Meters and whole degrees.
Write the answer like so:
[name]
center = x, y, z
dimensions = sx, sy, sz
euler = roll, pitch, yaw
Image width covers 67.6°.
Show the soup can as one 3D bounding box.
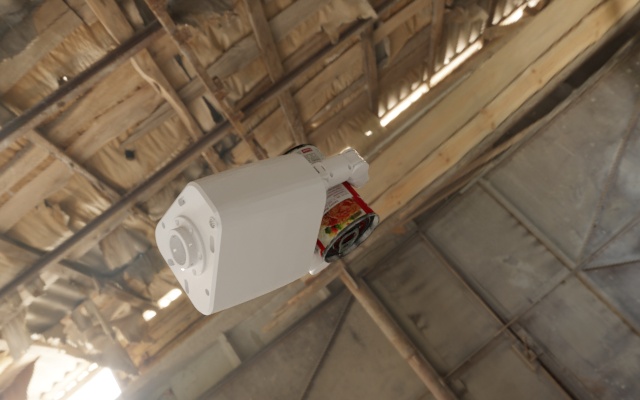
[soup can]
center = 0.000, 0.001, 0.474
dimensions = 0.068, 0.102, 0.068
euler = -33, -23, -16
